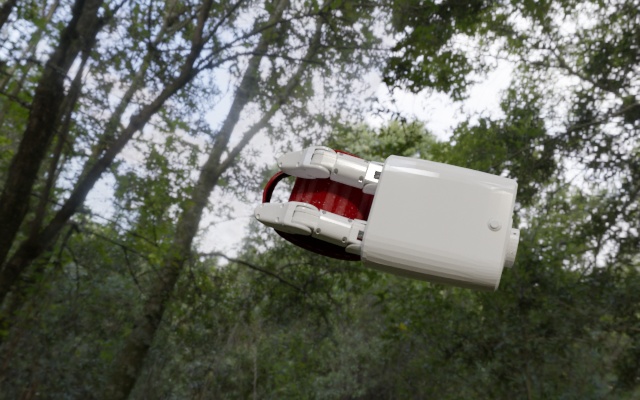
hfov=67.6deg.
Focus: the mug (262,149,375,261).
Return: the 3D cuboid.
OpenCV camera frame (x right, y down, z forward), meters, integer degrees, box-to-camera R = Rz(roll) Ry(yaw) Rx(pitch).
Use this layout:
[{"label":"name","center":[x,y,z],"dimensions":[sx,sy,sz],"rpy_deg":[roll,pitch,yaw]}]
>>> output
[{"label":"mug","center":[-0.001,0.001,0.464],"dimensions":[0.117,0.081,0.093],"rpy_deg":[12,-19,18]}]
